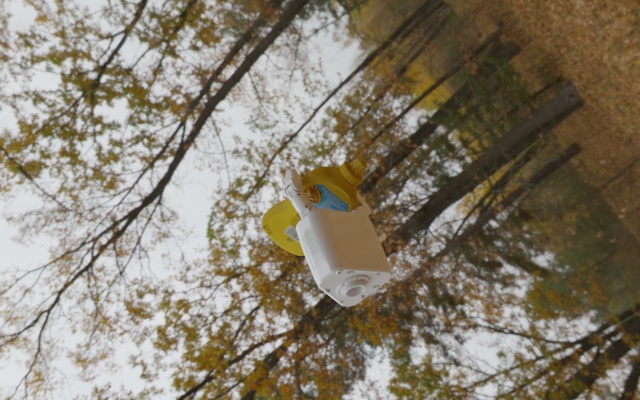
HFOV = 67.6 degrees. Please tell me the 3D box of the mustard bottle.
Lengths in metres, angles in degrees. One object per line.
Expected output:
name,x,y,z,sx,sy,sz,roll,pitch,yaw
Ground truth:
mustard bottle,0.000,0.002,0.757,0.096,0.192,0.058,38,25,-20
